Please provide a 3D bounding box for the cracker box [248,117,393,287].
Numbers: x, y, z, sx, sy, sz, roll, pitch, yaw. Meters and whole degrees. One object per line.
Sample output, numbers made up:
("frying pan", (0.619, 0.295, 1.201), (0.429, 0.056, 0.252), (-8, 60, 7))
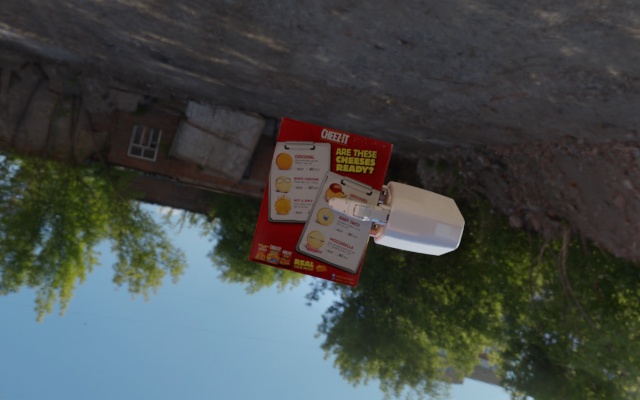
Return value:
("cracker box", (0.000, 0.003, 0.709), (0.164, 0.214, 0.072), (14, 4, 0))
